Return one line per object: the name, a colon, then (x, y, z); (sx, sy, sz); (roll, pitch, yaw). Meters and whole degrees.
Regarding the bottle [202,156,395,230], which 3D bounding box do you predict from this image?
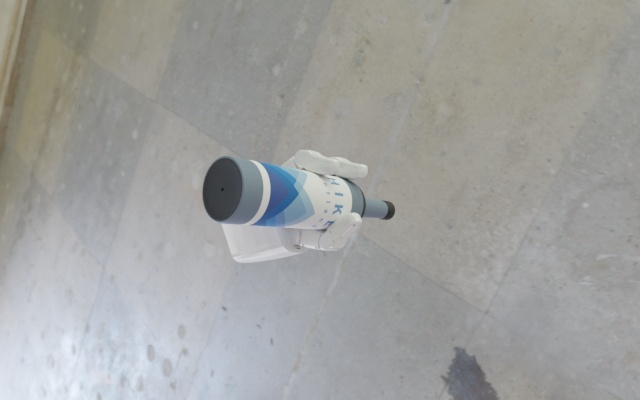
bottle: (0.000, 0.002, 0.574); (0.069, 0.069, 0.296); (0, -5, 41)
